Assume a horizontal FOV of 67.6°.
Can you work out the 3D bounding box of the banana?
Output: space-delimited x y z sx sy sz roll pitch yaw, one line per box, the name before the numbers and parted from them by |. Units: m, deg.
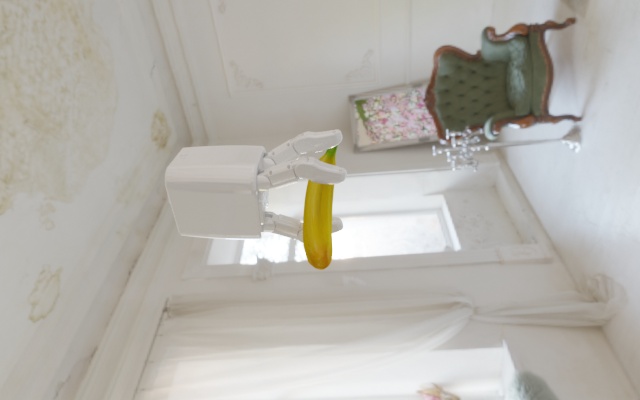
banana | -0.002 0.011 0.573 0.037 0.197 0.070 6 -41 -2
